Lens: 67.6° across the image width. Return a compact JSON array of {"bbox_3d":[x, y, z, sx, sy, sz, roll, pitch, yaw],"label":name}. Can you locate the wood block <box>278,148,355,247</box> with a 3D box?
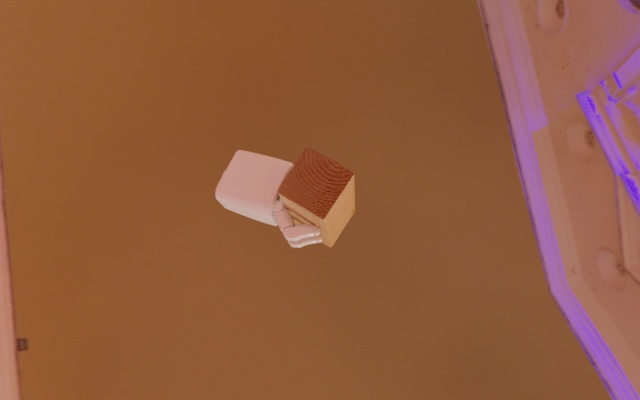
[{"bbox_3d":[0.000,0.002,0.830,0.090,0.091,0.206,30,-12,12],"label":"wood block"}]
